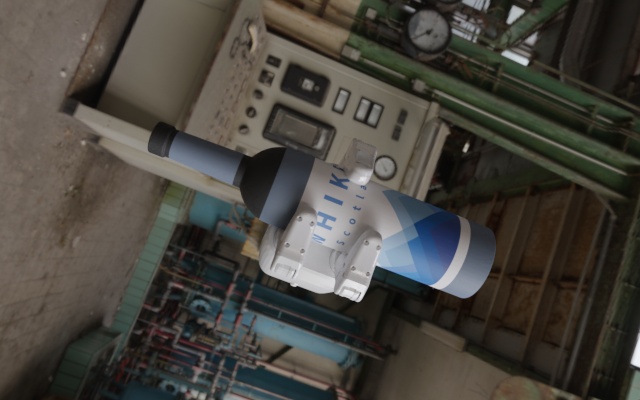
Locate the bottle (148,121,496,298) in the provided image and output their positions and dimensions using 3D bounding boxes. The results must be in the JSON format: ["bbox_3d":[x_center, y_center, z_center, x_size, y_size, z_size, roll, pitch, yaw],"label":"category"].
[{"bbox_3d":[0.000,0.001,0.407,0.296,0.069,0.069,22,-3,-6],"label":"bottle"}]
